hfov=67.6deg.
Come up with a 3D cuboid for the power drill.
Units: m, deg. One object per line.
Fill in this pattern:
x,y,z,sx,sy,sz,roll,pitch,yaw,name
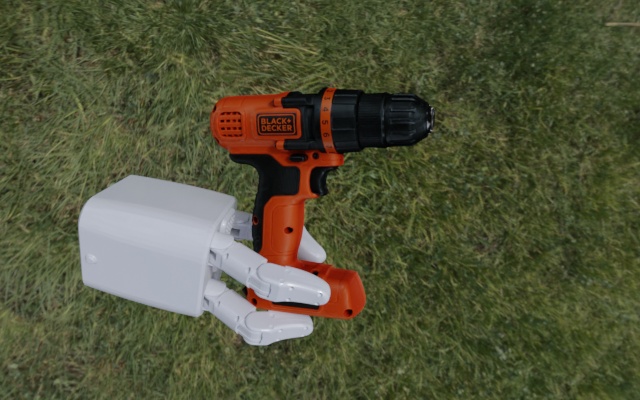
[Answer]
0.000,0.002,0.403,0.184,0.188,0.057,3,12,19,power drill
